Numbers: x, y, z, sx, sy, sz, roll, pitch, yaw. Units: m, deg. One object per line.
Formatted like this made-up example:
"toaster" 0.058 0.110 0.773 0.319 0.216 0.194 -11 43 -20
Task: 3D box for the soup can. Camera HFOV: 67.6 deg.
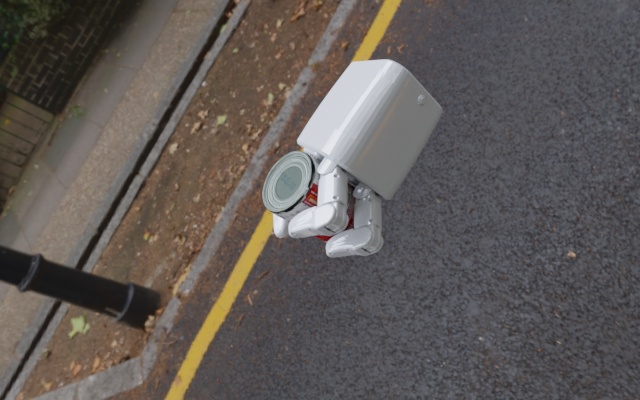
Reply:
"soup can" 0.000 0.002 0.485 0.068 0.068 0.102 0 -24 45
